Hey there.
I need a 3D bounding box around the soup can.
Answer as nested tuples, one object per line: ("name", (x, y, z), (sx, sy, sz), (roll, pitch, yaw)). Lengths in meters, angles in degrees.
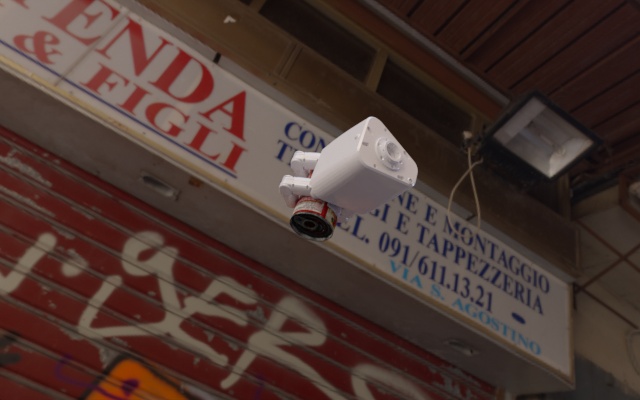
("soup can", (0.000, 0.002, 0.738), (0.068, 0.102, 0.069), (13, -37, 10))
